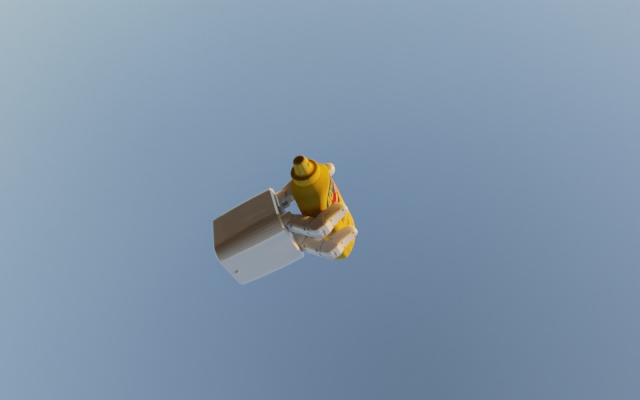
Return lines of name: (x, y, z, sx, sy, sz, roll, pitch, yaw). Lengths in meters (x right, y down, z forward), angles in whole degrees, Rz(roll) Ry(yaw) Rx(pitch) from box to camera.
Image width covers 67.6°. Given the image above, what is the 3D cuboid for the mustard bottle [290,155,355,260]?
mustard bottle: (0.001, 0.002, 0.711, 0.058, 0.096, 0.192, -8, -39, 17)
